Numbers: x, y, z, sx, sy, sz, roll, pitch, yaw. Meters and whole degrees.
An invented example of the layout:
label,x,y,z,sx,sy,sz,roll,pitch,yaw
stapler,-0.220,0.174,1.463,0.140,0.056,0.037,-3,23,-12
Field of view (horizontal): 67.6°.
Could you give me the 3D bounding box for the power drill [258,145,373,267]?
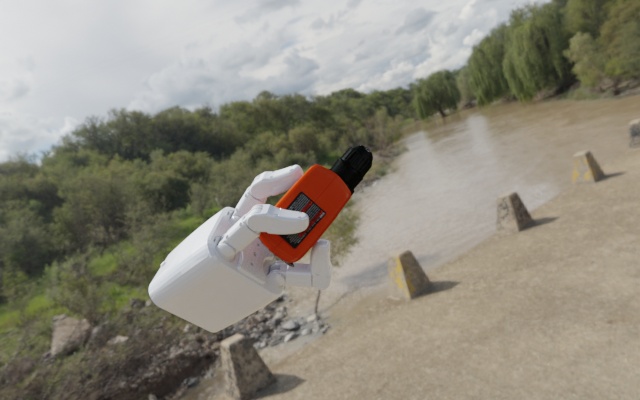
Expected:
label,x,y,z,sx,sy,sz,roll,pitch,yaw
power drill,0.000,0.002,0.576,0.057,0.184,0.187,39,3,4
